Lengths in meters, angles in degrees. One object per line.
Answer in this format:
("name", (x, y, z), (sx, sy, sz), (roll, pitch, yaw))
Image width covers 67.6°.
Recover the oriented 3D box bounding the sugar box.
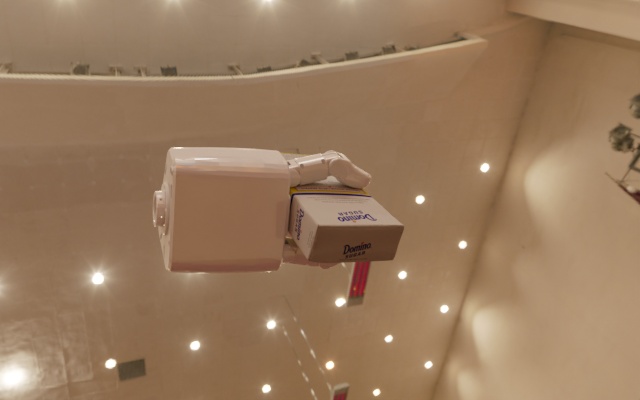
("sugar box", (0.000, 0.002, 0.500), (0.093, 0.048, 0.176), (2, 28, -26))
